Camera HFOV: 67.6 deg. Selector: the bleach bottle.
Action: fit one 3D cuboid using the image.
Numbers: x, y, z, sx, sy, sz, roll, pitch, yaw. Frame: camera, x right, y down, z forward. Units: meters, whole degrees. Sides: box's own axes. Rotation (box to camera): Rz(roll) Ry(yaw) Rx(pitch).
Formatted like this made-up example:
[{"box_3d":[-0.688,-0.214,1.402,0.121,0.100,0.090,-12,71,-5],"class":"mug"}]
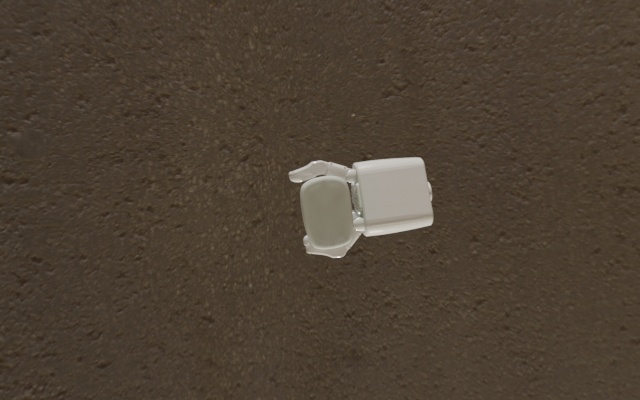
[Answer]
[{"box_3d":[0.000,0.003,0.758,0.068,0.102,0.251,-9,9,-4],"class":"bleach bottle"}]
